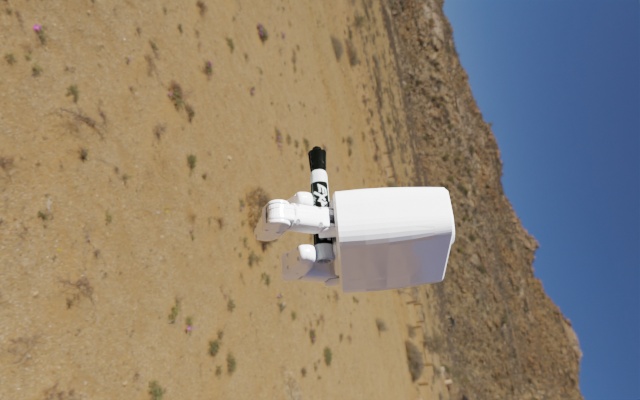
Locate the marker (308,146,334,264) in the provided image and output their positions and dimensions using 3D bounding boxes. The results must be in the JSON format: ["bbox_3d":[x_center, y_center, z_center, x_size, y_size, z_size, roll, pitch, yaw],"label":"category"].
[{"bbox_3d":[0.000,0.002,0.465,0.020,0.121,0.020,-3,-24,-1],"label":"marker"}]
